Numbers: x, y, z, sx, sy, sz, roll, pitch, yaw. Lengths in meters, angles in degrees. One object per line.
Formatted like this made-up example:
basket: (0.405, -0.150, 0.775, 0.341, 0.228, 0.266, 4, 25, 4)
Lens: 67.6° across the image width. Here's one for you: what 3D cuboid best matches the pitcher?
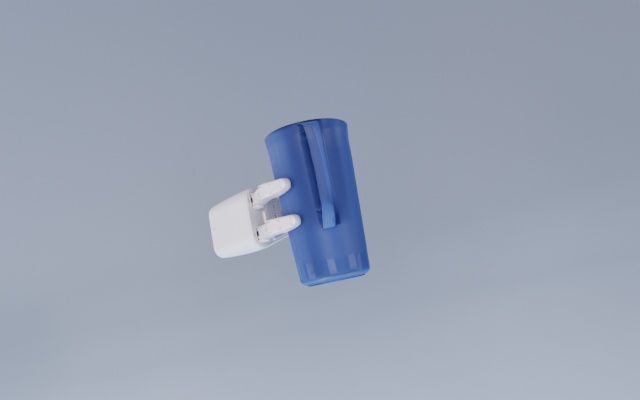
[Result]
pitcher: (0.000, 0.002, 0.729, 0.145, 0.243, 0.149, -19, -11, 37)
